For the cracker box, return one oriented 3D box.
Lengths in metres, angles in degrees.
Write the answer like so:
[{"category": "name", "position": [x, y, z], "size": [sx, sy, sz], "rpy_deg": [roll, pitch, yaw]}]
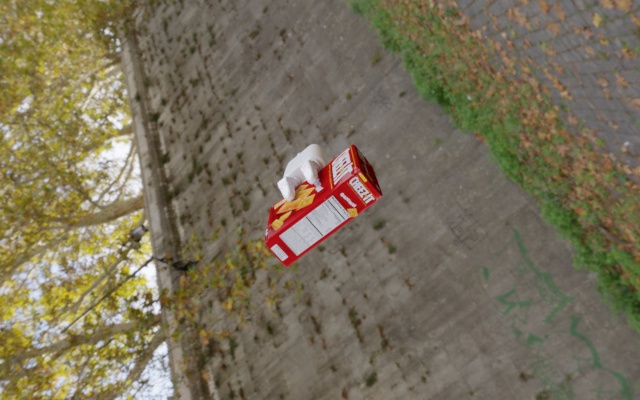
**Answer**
[{"category": "cracker box", "position": [0.000, 0.003, 0.874], "size": [0.214, 0.072, 0.164], "rpy_deg": [-38, 18, 13]}]
